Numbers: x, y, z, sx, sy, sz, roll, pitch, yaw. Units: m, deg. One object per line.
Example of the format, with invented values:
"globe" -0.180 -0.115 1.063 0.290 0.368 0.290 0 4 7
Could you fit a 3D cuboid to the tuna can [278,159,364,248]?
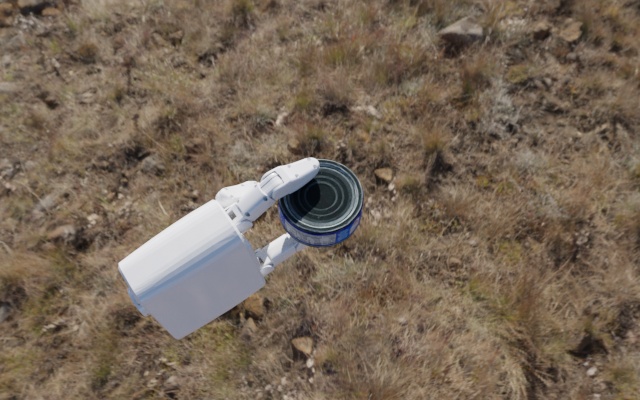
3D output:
"tuna can" 0.000 0.001 0.478 0.086 0.086 0.034 0 -29 -1
